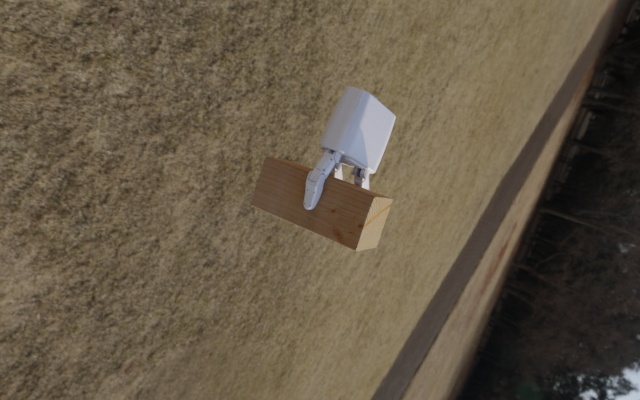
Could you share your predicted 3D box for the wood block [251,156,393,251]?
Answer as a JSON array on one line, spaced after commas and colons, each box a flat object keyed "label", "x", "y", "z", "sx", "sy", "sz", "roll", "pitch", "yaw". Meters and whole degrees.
[{"label": "wood block", "x": 0.000, "y": 0.002, "z": 0.795, "sx": 0.206, "sy": 0.090, "sz": 0.091, "roll": 22, "pitch": 8, "yaw": 26}]
